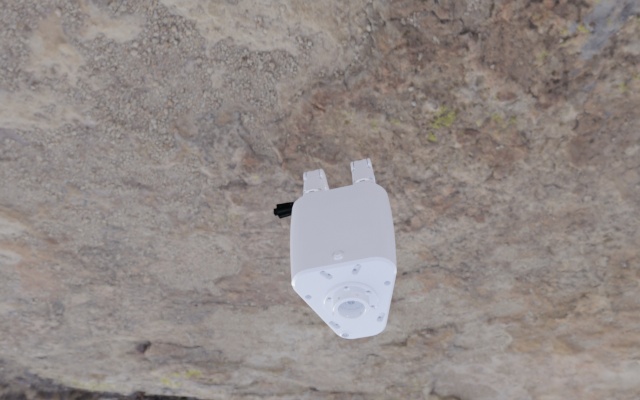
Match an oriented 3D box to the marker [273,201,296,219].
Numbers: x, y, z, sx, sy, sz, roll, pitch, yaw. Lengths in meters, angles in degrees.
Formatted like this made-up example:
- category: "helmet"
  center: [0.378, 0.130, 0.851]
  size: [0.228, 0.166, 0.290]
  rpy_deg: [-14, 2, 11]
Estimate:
- category: "marker"
  center: [0.000, 0.002, 0.589]
  size: [0.121, 0.020, 0.020]
  rpy_deg: [-12, -2, 10]
